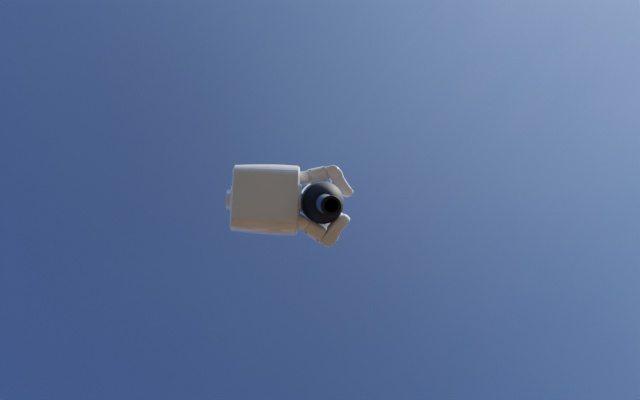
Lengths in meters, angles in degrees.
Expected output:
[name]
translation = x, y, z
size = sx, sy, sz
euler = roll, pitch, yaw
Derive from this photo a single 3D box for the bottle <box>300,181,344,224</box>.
[bottle]
translation = 0.000, 0.003, 0.780
size = 0.069, 0.069, 0.295
euler = 0, 2, -6
